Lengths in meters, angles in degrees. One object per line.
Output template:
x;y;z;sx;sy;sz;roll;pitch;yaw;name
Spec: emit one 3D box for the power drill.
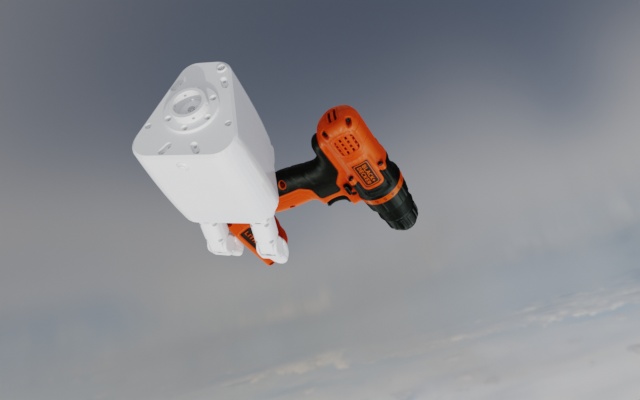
0.000;0.002;0.533;0.188;0.057;0.184;-28;-51;15;power drill
